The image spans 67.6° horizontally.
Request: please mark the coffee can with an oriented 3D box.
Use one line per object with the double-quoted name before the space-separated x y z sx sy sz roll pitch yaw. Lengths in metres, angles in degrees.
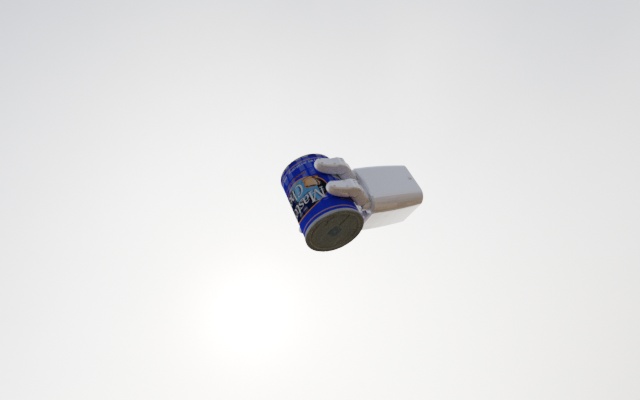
"coffee can" 0.000 0.003 0.820 0.103 0.140 0.103 -16 -39 -13
